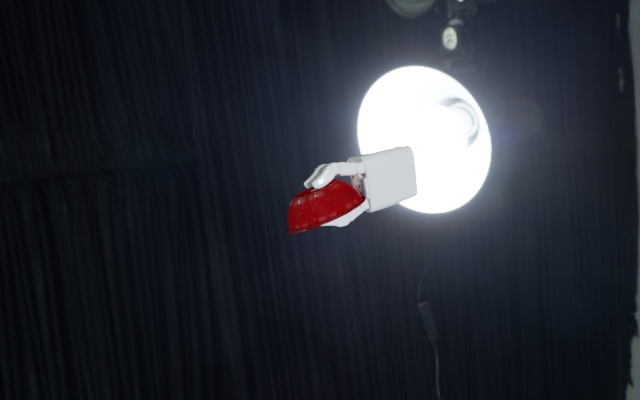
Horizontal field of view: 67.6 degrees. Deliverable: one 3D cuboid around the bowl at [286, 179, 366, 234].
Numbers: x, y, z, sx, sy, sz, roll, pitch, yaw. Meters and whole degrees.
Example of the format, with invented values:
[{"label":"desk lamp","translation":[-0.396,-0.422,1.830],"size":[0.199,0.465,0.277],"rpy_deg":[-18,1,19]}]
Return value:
[{"label":"bowl","translation":[-0.001,0.003,0.888],"size":[0.162,0.055,0.162],"rpy_deg":[-23,9,4]}]
